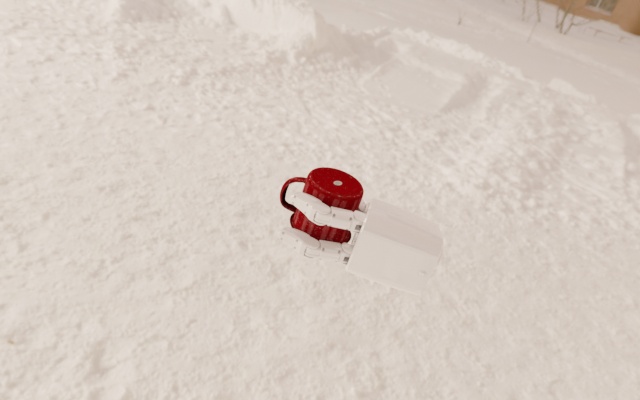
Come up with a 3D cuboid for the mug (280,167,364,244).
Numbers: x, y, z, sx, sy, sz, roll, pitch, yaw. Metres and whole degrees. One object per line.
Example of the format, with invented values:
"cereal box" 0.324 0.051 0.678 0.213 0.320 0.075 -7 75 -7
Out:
"mug" -0.001 0.001 0.673 0.117 0.081 0.093 20 30 3
